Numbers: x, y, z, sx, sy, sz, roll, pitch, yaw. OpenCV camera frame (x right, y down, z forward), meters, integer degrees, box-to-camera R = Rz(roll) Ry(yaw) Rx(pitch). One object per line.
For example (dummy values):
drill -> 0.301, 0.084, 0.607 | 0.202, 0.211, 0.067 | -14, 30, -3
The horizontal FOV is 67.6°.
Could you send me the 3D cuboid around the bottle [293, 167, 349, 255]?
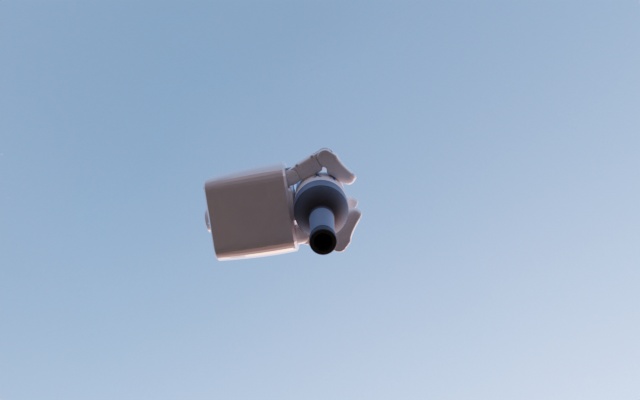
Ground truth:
bottle -> 0.000, 0.002, 0.606 | 0.069, 0.069, 0.295 | 0, 15, -1
